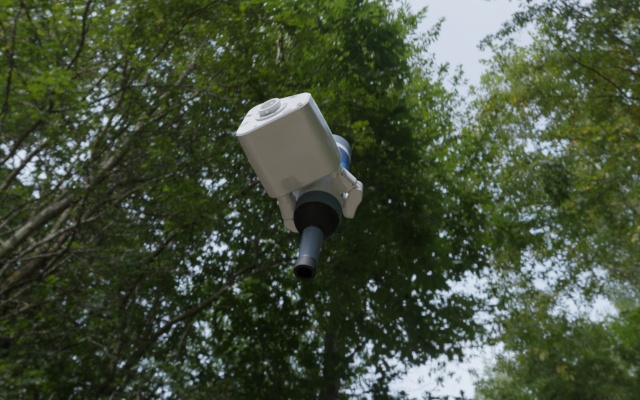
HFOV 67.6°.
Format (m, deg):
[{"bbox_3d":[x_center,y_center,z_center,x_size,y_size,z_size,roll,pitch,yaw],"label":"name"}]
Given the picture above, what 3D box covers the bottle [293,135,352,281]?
[{"bbox_3d":[0.000,0.002,0.693,0.069,0.069,0.295,0,35,9],"label":"bottle"}]
